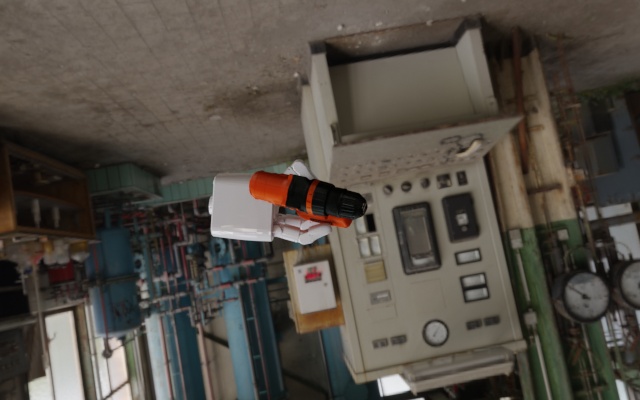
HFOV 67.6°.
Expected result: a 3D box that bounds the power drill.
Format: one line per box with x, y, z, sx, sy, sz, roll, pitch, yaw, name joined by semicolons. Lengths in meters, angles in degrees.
0.000;0.003;0.768;0.184;0.057;0.188;15;-6;19;power drill
